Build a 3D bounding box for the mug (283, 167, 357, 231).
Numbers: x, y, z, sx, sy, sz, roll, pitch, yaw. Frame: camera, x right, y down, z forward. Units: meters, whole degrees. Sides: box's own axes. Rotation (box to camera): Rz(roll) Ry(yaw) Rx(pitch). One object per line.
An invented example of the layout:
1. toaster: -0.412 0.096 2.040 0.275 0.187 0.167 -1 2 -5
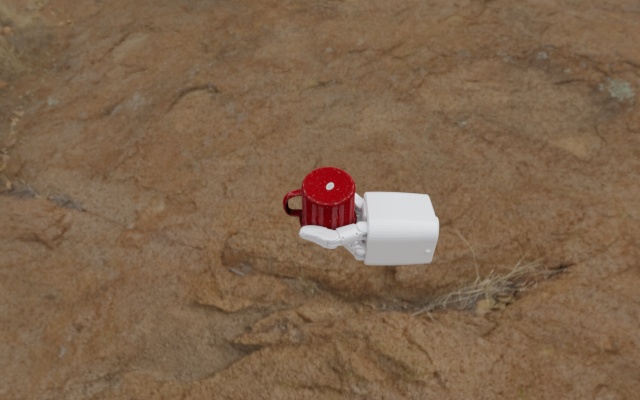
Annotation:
1. mug: -0.001 0.002 0.739 0.117 0.093 0.082 0 -41 1
